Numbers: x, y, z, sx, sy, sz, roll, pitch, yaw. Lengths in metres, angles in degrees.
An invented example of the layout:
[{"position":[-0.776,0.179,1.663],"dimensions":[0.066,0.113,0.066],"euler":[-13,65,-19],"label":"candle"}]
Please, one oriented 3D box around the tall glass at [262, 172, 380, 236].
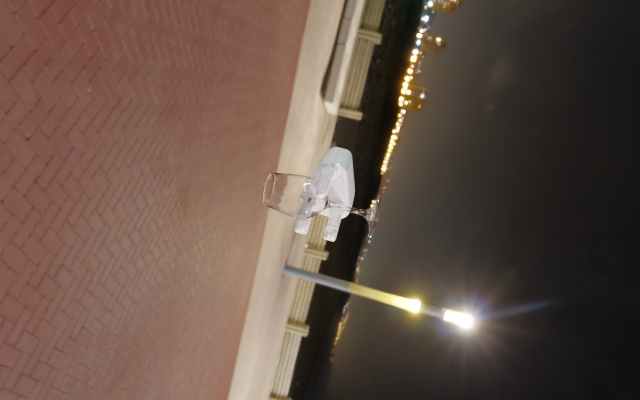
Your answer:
[{"position":[0.001,0.003,0.850],"dimensions":[0.201,0.079,0.079],"euler":[14,1,6],"label":"tall glass"}]
